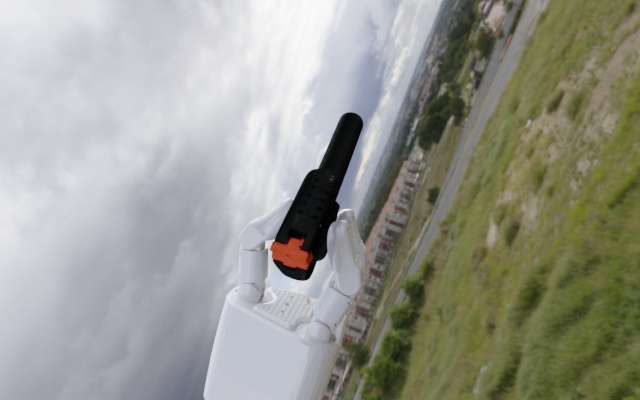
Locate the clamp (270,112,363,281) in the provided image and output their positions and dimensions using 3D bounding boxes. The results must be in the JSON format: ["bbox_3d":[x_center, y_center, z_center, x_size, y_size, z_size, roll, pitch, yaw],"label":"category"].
[{"bbox_3d":[-0.001,0.001,0.420,0.036,0.164,0.210,16,11,6],"label":"clamp"}]
